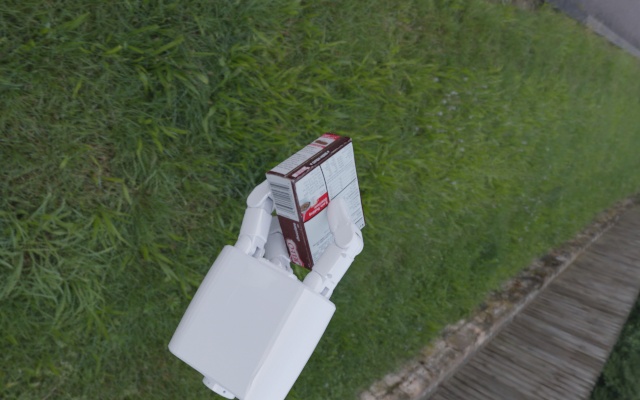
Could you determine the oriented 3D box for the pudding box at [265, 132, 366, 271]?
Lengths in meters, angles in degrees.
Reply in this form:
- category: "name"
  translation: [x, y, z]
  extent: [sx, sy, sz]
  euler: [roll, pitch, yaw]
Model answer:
- category: "pudding box"
  translation: [0.000, 0.002, 0.482]
  extent: [0.039, 0.114, 0.090]
  euler: [19, 44, 37]
